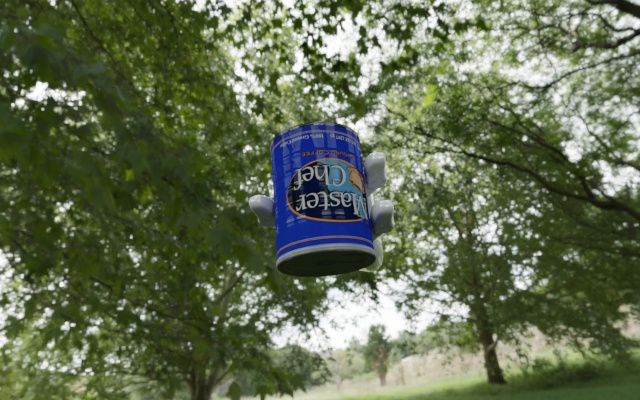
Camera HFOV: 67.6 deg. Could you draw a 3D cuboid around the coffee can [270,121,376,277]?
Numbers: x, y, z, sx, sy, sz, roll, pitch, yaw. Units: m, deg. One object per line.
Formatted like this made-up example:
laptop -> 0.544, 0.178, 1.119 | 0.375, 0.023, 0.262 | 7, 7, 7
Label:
coffee can -> 0.000, 0.002, 0.515 | 0.103, 0.140, 0.103 | -5, -22, -2
